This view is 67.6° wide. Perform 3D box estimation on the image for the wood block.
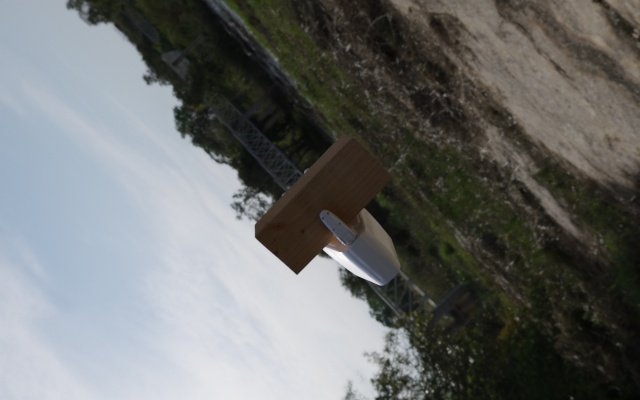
[{"bbox_3d":[0.000,0.003,0.744,0.090,0.206,0.091,44,2,-14],"label":"wood block"}]
